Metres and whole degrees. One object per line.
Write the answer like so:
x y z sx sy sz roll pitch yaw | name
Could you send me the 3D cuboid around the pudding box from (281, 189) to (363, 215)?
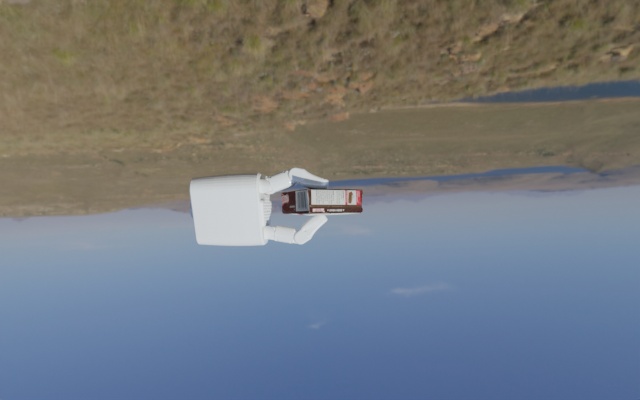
0.000 0.003 0.731 0.090 0.039 0.113 -1 0 -24 | pudding box
